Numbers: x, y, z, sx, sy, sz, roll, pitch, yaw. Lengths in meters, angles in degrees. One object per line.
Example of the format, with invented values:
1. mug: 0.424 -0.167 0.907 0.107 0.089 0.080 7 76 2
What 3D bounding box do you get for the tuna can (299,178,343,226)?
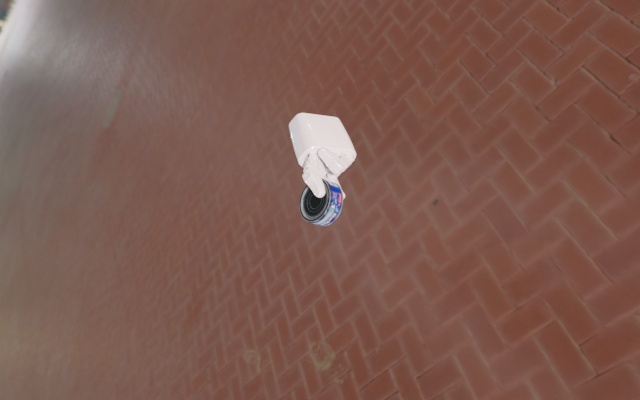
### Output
1. tuna can: 0.000 0.003 0.884 0.034 0.086 0.086 17 -12 -42
